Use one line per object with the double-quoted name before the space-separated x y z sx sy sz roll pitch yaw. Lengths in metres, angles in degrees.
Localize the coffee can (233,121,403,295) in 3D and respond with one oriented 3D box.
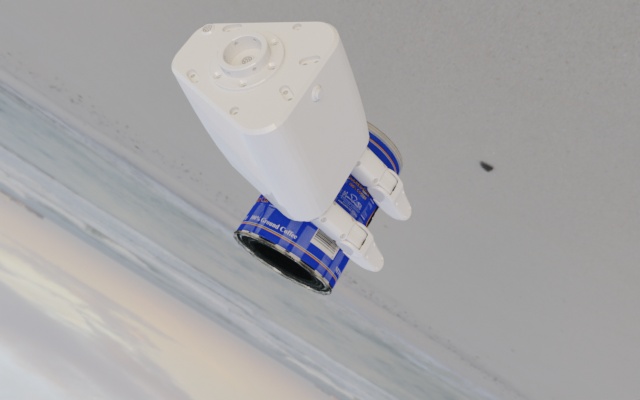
"coffee can" 0.000 0.001 0.446 0.103 0.140 0.103 28 -19 11
